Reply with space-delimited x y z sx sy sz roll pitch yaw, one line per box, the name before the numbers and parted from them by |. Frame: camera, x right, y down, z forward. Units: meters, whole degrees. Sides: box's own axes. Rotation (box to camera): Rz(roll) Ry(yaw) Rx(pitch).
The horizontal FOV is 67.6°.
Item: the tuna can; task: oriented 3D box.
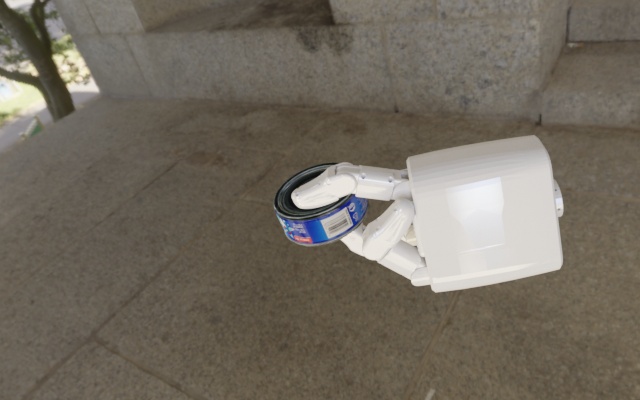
tuna can | 0.000 0.001 0.447 0.086 0.034 0.086 -16 34 11
